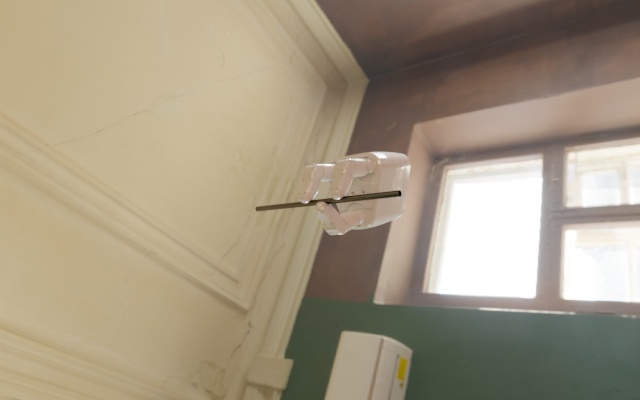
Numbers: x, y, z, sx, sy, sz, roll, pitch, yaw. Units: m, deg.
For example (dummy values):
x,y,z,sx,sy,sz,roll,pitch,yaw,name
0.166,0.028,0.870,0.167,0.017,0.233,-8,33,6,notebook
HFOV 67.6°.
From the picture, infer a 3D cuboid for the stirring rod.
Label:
x,y,z,sx,sy,sz,roll,pitch,yaw,name
0.000,0.002,0.644,0.239,0.011,0.011,-6,-4,37,stirring rod
